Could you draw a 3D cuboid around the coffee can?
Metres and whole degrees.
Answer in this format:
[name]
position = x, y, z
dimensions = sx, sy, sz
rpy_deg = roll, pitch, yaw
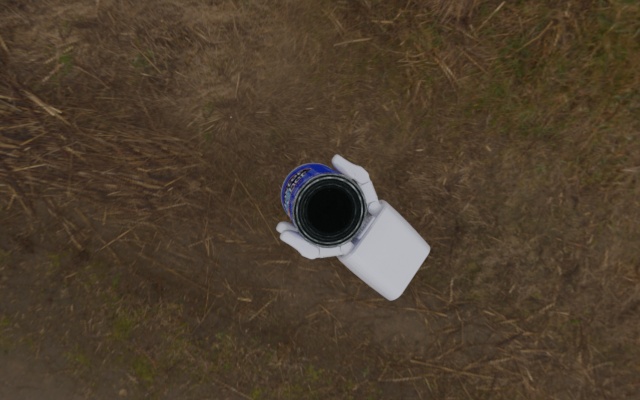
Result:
[coffee can]
position = 0.000, 0.002, 0.699
dimensions = 0.103, 0.103, 0.140
rpy_deg = 0, 10, -11
